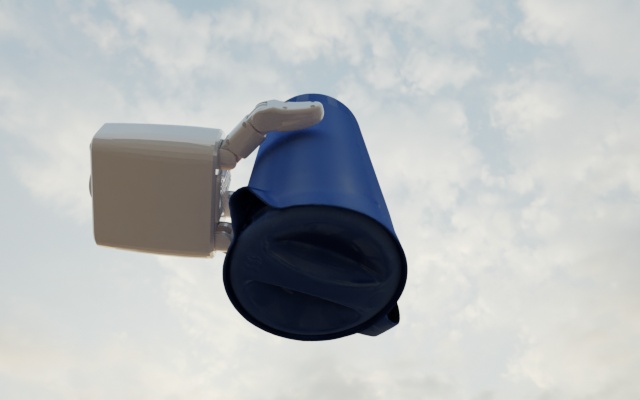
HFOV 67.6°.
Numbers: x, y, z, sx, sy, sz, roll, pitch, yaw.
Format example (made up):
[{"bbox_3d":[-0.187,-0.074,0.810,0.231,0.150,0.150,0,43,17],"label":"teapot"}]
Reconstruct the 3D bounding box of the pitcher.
[{"bbox_3d":[0.000,0.001,0.441,0.145,0.149,0.242,3,34,-3],"label":"pitcher"}]
